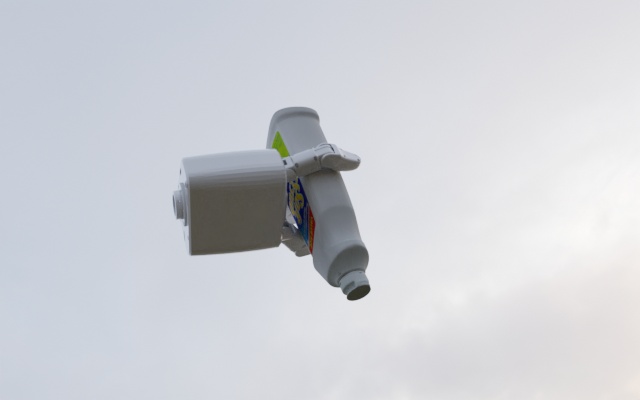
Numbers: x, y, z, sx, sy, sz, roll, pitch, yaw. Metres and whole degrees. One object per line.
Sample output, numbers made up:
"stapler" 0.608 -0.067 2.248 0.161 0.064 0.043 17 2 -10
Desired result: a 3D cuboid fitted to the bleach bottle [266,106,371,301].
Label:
"bleach bottle" 0.000 0.002 0.569 0.068 0.250 0.103 -6 -42 -23
